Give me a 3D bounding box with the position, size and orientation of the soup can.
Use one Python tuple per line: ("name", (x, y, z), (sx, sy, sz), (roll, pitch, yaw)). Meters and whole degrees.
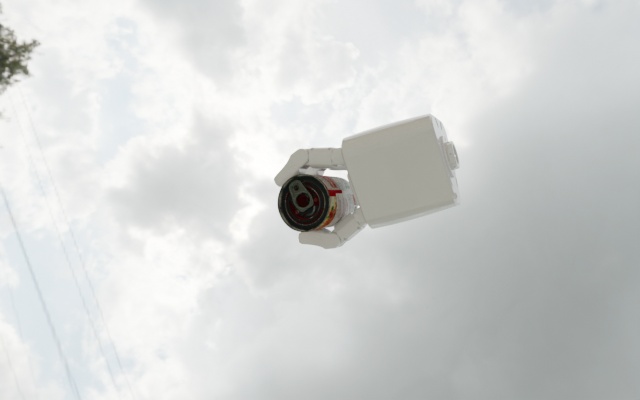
("soup can", (0.000, 0.002, 0.598), (0.068, 0.068, 0.102), (0, 1, 24))
